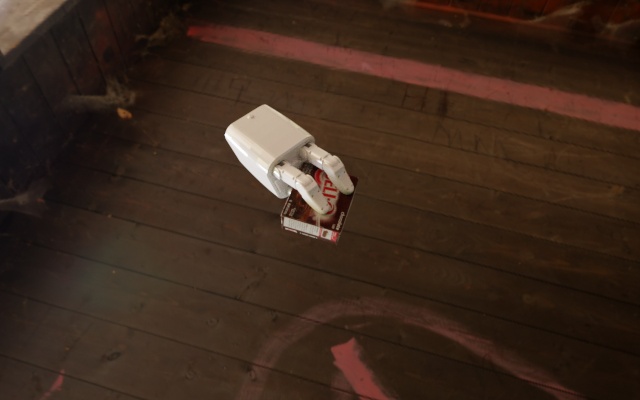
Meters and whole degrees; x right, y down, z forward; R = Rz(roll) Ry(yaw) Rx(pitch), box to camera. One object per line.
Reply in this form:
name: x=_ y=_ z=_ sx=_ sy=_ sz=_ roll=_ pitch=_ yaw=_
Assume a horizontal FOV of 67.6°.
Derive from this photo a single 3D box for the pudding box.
pudding box: x=0.000 y=0.002 z=0.716 sx=0.090 sy=0.113 sz=0.039 roll=16 pitch=-35 yaw=6
